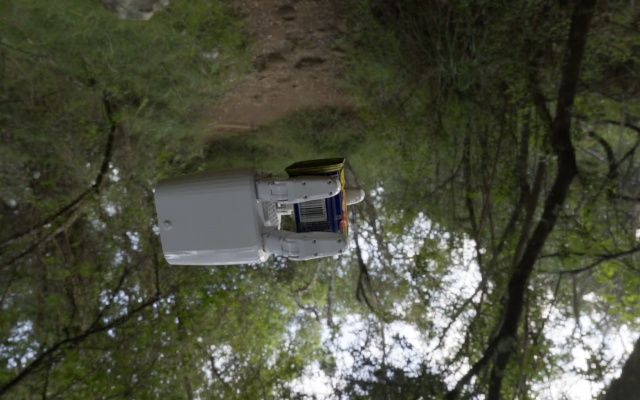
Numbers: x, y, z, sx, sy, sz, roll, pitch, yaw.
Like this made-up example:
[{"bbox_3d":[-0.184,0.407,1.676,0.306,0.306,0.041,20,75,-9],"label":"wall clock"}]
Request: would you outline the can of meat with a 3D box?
[{"bbox_3d":[0.000,0.002,0.500,0.057,0.084,0.102,-5,8,5],"label":"can of meat"}]
